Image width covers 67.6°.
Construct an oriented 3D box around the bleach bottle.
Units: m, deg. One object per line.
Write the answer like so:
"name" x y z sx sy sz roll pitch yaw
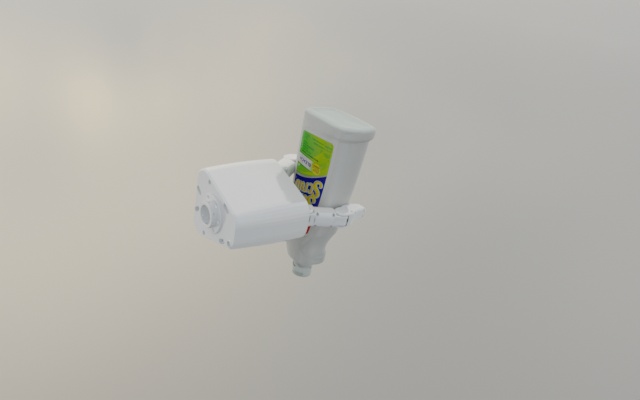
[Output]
"bleach bottle" 0.000 0.002 0.678 0.068 0.251 0.102 -9 32 -39
